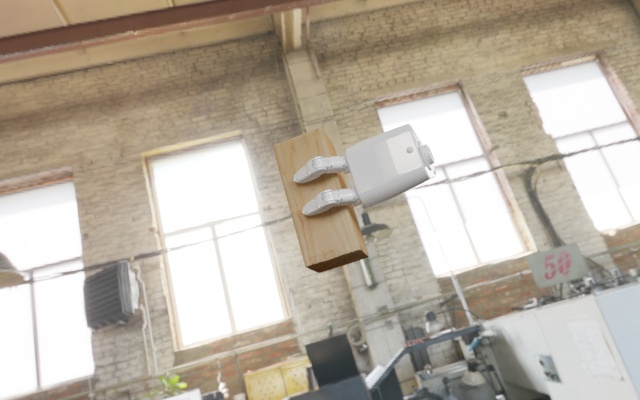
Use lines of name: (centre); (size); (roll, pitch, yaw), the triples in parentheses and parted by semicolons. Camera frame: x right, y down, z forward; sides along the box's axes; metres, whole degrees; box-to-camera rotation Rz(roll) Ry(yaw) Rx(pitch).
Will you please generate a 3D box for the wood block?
wood block: (0.001, 0.002, 0.773); (0.090, 0.206, 0.091); (-19, -18, 9)
